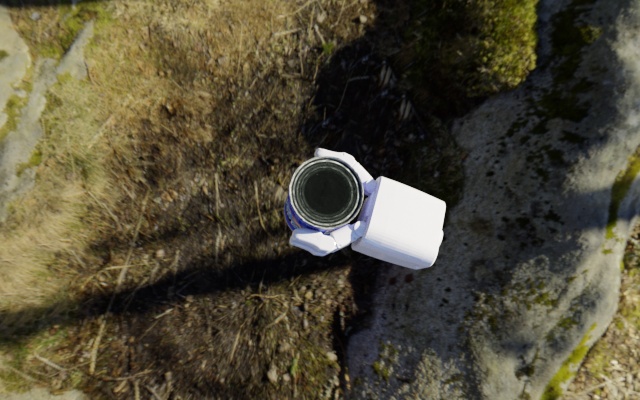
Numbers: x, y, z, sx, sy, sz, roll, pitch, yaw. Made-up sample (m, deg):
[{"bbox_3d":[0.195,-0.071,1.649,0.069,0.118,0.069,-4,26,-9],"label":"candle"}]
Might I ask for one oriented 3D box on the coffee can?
[{"bbox_3d":[0.000,0.002,0.711,0.103,0.102,0.140,0,-11,-7],"label":"coffee can"}]
